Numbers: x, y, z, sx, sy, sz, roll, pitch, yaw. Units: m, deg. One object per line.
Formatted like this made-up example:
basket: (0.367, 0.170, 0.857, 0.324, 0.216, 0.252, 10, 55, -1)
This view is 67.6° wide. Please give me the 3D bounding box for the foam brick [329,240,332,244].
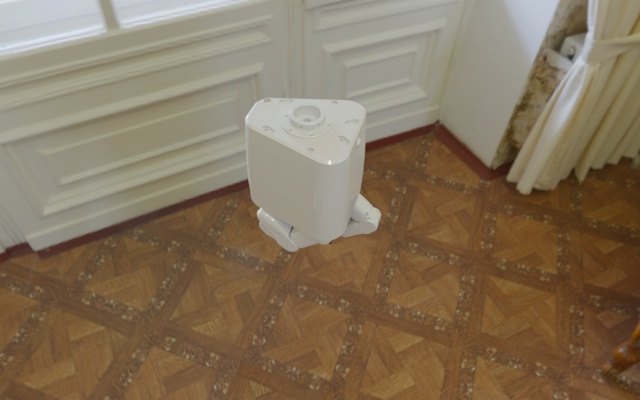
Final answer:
foam brick: (0.000, 0.002, 0.560, 0.053, 0.078, 0.051, 14, -41, 12)
